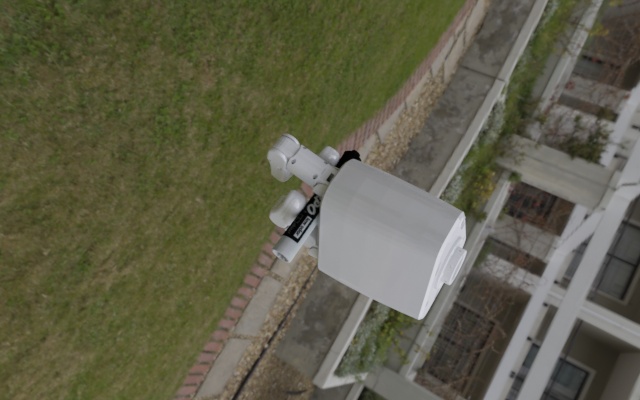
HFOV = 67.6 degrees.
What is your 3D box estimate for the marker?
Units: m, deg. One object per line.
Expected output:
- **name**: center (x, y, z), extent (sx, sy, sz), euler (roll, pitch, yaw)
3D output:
- **marker**: center (0.000, 0.001, 0.418), extent (0.020, 0.121, 0.020), euler (30, -23, 14)
